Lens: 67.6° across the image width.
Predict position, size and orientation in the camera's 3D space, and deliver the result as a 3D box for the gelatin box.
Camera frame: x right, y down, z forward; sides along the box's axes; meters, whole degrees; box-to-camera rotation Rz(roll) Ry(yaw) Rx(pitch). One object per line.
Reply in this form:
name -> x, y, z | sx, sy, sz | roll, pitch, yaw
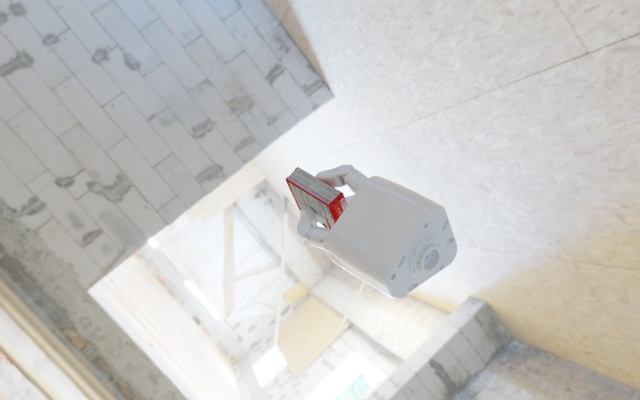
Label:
gelatin box -> 0.000, 0.002, 0.647 | 0.089, 0.030, 0.073 | 31, -23, 35
